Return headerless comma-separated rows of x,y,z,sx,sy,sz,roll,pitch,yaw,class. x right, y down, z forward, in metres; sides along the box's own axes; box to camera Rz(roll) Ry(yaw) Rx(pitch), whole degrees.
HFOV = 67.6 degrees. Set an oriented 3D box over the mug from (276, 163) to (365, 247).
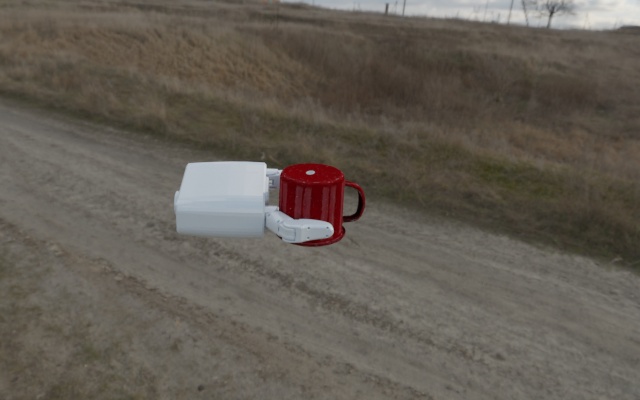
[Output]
0.002,0.002,0.609,0.117,0.081,0.093,0,22,-7,mug
